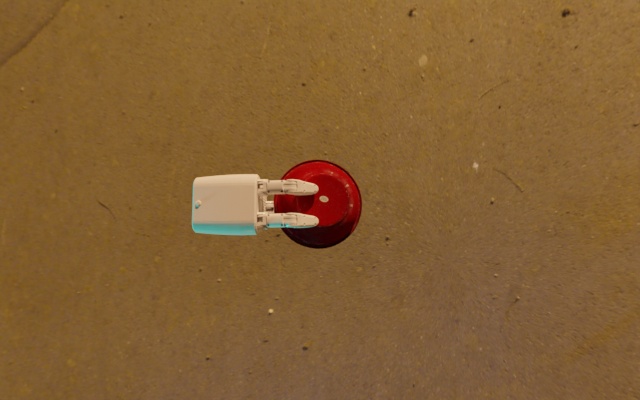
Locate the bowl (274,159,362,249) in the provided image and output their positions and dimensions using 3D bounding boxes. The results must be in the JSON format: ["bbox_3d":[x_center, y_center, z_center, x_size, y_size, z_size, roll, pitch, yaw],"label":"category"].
[{"bbox_3d":[0.001,0.002,0.832,0.162,0.162,0.055,0,-7,-9],"label":"bowl"}]
